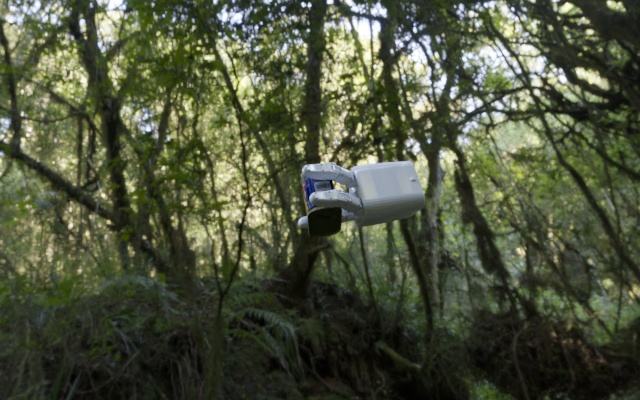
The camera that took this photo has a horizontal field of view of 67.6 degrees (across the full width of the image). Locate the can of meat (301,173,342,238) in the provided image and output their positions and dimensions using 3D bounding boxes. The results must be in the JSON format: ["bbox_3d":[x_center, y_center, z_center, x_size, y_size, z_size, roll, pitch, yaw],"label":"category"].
[{"bbox_3d":[0.000,0.002,0.817,0.057,0.084,0.102,-9,-29,-4],"label":"can of meat"}]
